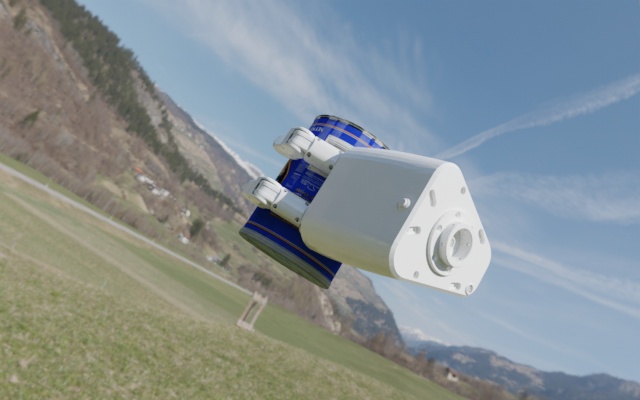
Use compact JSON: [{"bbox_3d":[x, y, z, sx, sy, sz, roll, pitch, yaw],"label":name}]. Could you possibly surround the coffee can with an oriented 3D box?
[{"bbox_3d":[0.000,0.002,0.476,0.103,0.140,0.103,31,-12,8],"label":"coffee can"}]
